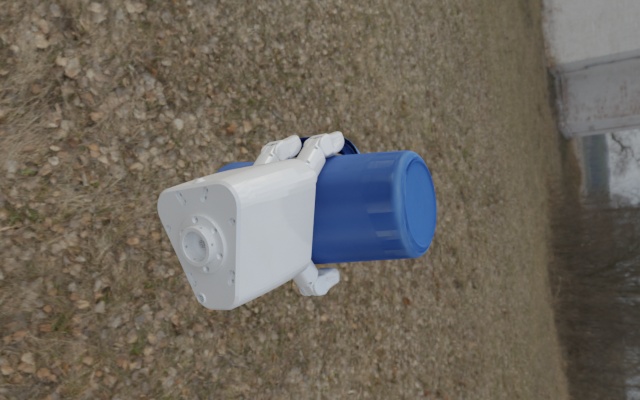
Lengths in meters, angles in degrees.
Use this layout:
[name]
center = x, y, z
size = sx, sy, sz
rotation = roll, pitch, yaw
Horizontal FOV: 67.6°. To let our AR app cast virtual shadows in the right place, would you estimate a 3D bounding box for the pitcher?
[pitcher]
center = 0.000, 0.002, 0.539
size = 0.243, 0.149, 0.145
rotation = -5, 10, 32
